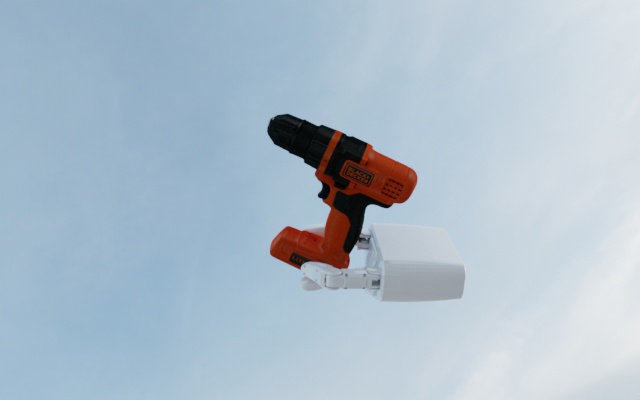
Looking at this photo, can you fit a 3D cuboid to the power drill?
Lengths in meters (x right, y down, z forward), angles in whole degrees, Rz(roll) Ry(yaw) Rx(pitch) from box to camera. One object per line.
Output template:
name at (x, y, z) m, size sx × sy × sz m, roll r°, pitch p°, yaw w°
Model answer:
power drill at (0.000, 0.002, 0.587) m, size 0.184 × 0.188 × 0.057 m, roll 26°, pitch 33°, yaw 2°
